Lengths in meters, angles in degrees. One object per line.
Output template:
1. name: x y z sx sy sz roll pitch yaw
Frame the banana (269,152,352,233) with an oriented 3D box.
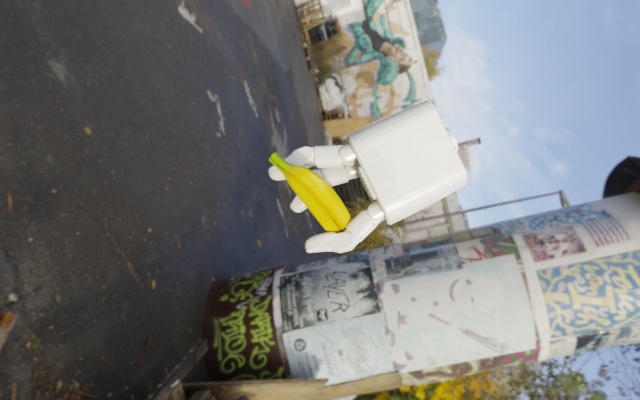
1. banana: 0.008 0.011 0.578 0.069 0.037 0.198 49 -3 40
